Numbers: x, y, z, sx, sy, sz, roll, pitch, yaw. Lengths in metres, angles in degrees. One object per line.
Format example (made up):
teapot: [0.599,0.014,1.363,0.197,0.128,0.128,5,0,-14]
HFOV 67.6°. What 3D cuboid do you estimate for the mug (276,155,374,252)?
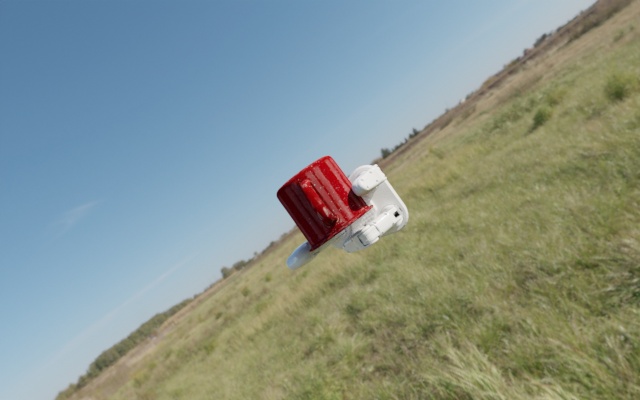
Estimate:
mug: [0.000,0.002,0.553,0.093,0.081,0.117,-36,-2,8]
